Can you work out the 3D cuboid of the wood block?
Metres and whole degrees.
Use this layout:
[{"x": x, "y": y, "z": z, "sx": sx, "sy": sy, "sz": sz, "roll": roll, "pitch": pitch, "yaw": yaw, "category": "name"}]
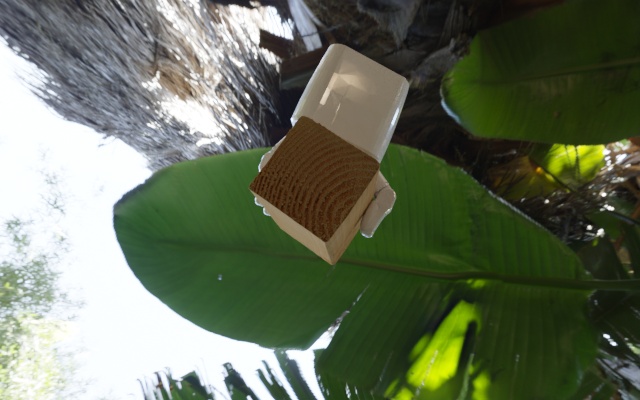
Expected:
[{"x": 0.001, "y": 0.002, "z": 0.529, "sx": 0.091, "sy": 0.090, "sz": 0.206, "roll": 34, "pitch": -9, "yaw": 10, "category": "wood block"}]
